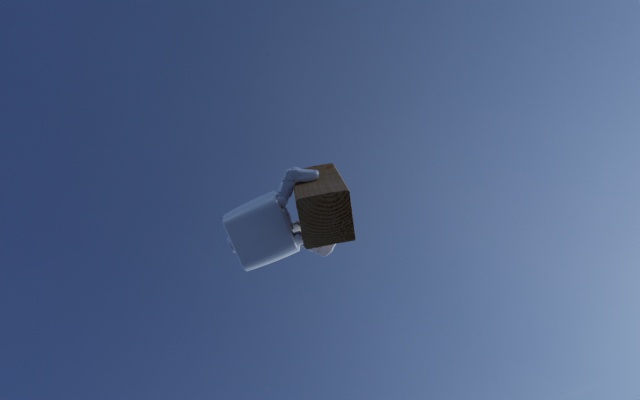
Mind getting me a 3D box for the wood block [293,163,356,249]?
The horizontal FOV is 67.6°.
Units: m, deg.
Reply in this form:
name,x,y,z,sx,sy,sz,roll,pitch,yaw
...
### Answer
name,x,y,z,sx,sy,sz,roll,pitch,yaw
wood block,0.000,0.003,0.872,0.090,0.091,0.206,-10,18,-3
